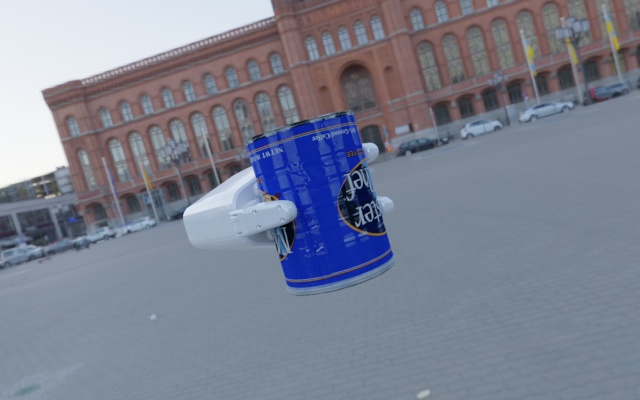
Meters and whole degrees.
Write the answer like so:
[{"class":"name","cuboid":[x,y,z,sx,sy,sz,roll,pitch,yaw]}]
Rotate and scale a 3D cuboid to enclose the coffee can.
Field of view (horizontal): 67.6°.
[{"class":"coffee can","cuboid":[0.000,0.002,0.432,0.103,0.140,0.103,-16,4,1]}]
